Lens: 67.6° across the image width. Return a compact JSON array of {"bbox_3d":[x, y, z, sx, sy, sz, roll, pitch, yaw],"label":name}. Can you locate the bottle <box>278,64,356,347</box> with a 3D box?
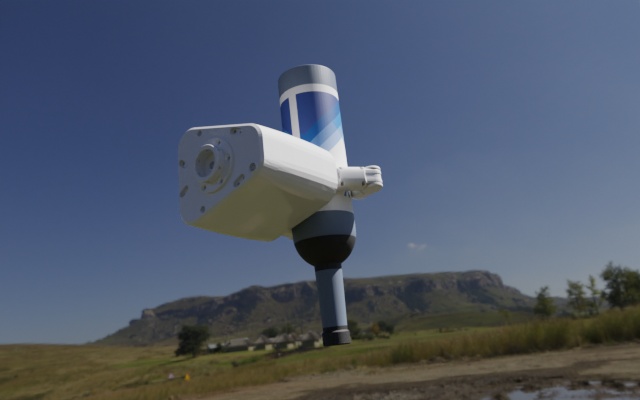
[{"bbox_3d":[0.000,0.001,0.510,0.069,0.295,0.069,-6,-16,-2],"label":"bottle"}]
